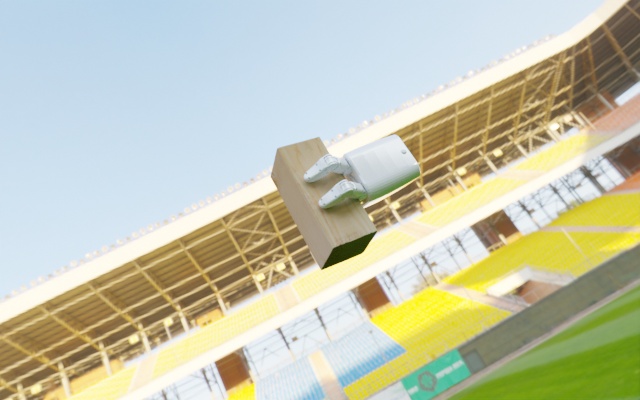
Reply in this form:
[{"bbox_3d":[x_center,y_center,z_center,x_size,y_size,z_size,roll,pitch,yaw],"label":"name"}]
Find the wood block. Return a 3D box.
[{"bbox_3d":[0.000,0.003,0.835,0.090,0.206,0.091,-19,-26,-24],"label":"wood block"}]
